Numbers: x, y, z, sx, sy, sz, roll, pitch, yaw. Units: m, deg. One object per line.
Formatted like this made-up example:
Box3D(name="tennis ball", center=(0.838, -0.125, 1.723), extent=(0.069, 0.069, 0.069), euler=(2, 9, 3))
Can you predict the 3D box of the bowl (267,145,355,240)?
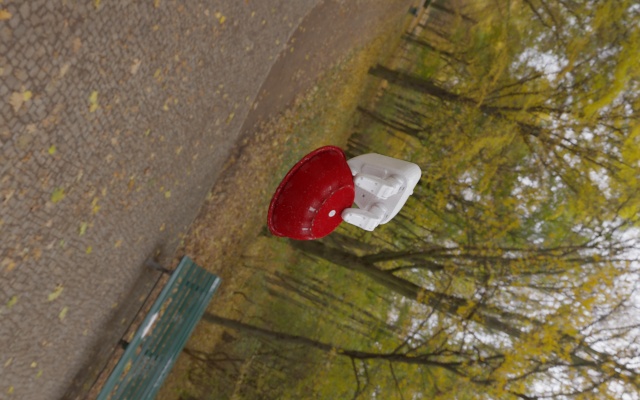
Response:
Box3D(name="bowl", center=(0.000, 0.003, 0.695), extent=(0.055, 0.162, 0.162), euler=(39, 20, 27))
